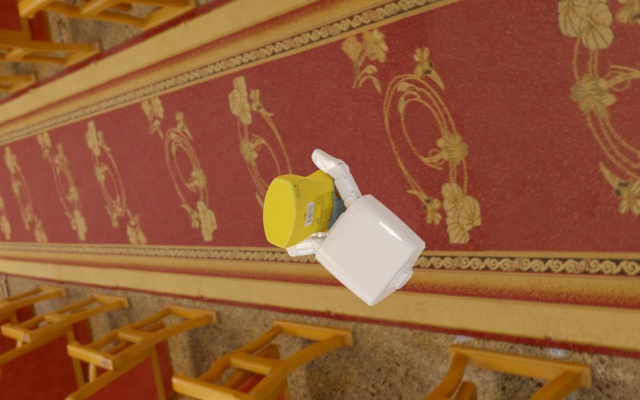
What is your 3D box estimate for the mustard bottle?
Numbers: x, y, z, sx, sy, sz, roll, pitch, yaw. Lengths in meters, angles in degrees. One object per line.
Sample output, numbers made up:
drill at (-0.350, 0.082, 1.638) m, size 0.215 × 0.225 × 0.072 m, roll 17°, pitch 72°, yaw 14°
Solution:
mustard bottle at (0.000, 0.002, 0.700) m, size 0.058 × 0.096 × 0.191 m, roll 16°, pitch 19°, yaw 33°
